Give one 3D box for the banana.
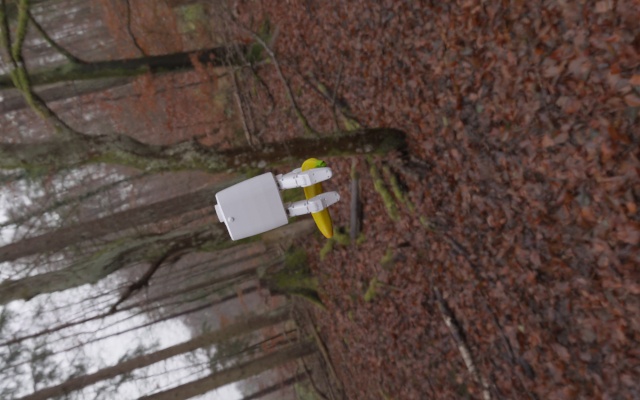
[{"bbox_3d":[-0.007,-0.011,0.903,0.037,0.198,0.069,-20,46,-11],"label":"banana"}]
